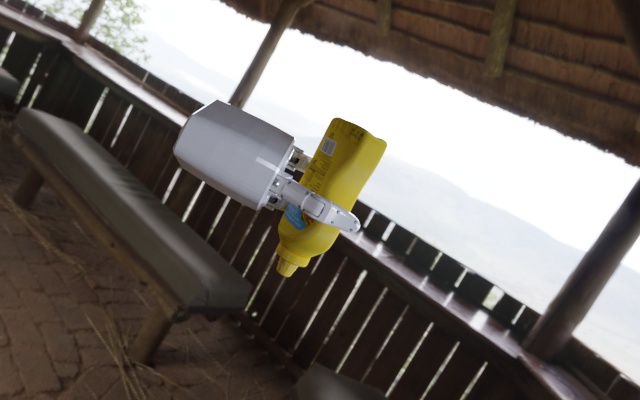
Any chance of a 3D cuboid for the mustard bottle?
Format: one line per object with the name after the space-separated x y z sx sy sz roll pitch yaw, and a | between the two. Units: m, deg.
0.001 0.002 0.550 0.058 0.191 0.096 25 7 -30 | mustard bottle
